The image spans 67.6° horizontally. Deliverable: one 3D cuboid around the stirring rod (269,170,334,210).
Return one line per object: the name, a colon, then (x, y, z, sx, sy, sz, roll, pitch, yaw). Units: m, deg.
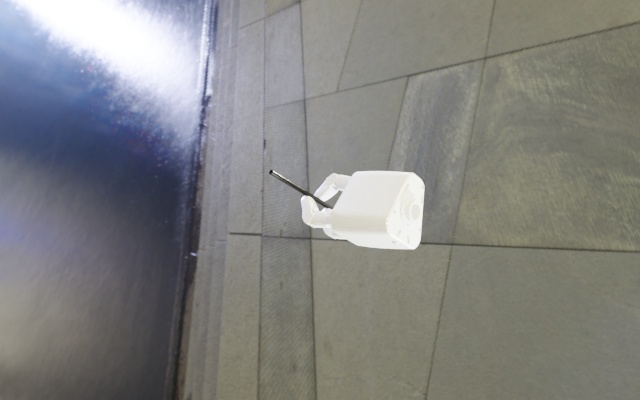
stirring rod: (0.000, 0.003, 0.812, 0.011, 0.011, 0.240, 0, -23, 43)
